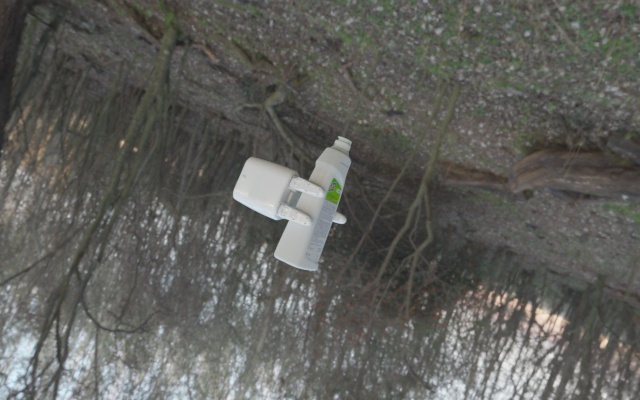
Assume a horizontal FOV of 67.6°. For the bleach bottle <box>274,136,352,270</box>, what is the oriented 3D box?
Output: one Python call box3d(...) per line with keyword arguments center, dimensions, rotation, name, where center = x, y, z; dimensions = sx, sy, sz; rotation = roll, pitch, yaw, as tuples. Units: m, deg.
box3d(center=(0.000, 0.003, 0.896), dimensions=(0.068, 0.251, 0.102), rotation=(22, -2, 24), name="bleach bottle")
